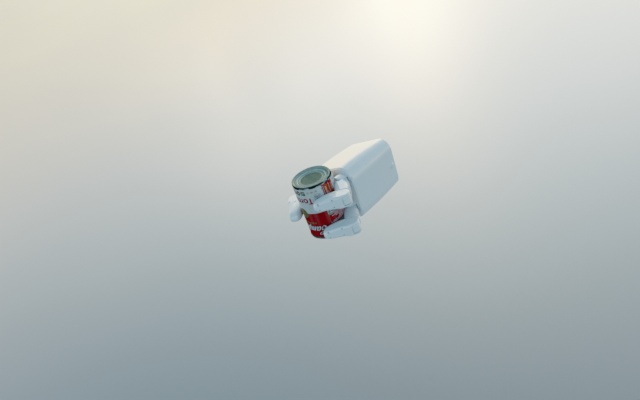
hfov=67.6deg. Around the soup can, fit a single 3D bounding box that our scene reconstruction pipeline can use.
[{"bbox_3d":[0.000,0.003,0.781,0.068,0.102,0.068,-15,31,9],"label":"soup can"}]
